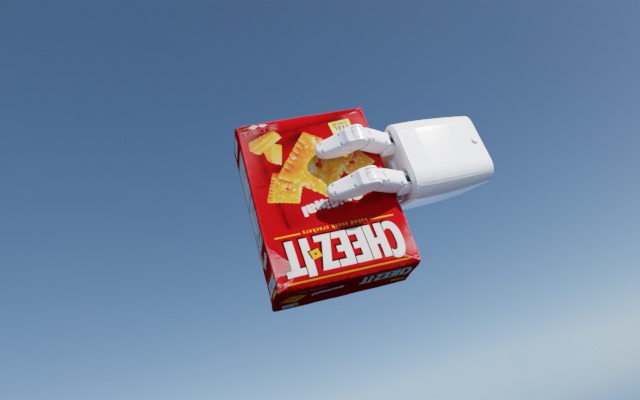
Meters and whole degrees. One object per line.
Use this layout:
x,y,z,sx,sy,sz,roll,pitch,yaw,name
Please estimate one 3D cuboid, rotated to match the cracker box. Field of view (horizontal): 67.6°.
0.000,0.002,0.560,0.164,0.213,0.072,-11,-26,-14,cracker box
